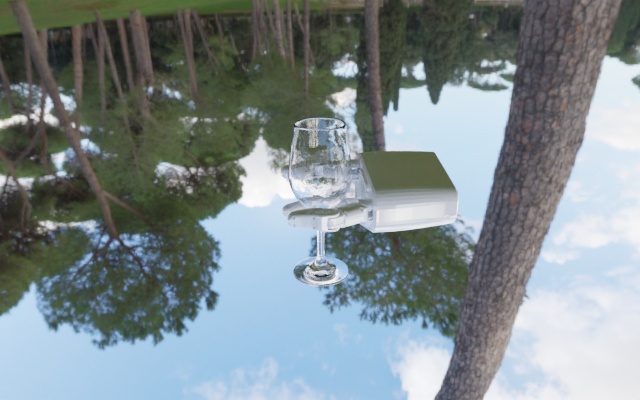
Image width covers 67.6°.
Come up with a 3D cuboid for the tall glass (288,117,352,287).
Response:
[{"bbox_3d":[0.000,0.003,0.594,0.079,0.201,0.079,-1,23,0],"label":"tall glass"}]
